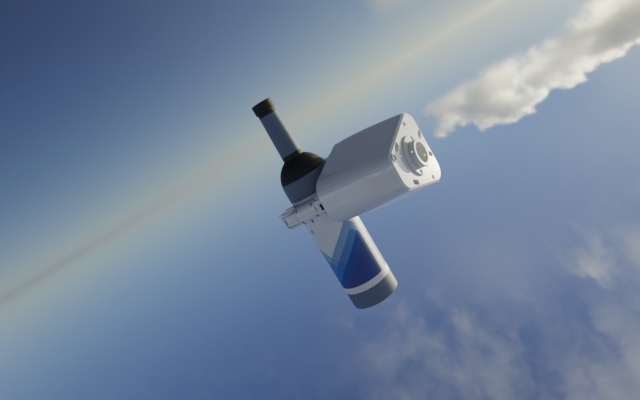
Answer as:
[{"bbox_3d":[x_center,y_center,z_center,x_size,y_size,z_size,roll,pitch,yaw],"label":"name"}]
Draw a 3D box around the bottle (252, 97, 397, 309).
[{"bbox_3d":[0.000,0.002,0.621,0.069,0.296,0.069,-30,10,6],"label":"bottle"}]
